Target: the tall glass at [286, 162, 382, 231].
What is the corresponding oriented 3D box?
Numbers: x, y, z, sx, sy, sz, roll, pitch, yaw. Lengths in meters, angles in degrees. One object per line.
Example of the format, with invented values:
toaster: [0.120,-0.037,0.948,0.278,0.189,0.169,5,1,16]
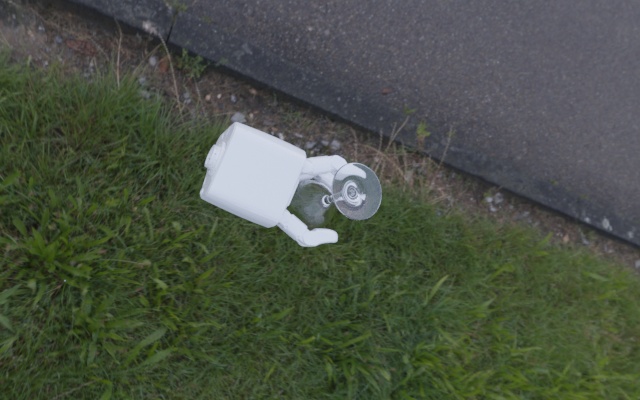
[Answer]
tall glass: [0.001,0.002,0.690,0.079,0.079,0.201,0,-8,-28]
